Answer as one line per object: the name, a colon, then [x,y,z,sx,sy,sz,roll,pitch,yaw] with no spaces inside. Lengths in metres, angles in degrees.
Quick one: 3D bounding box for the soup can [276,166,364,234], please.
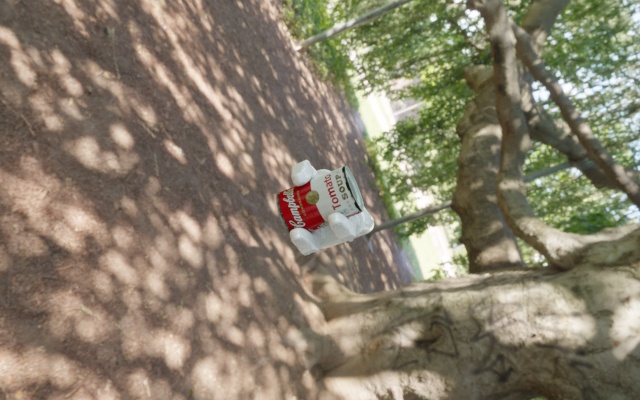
soup can: [0.000,0.002,0.648,0.102,0.068,0.068,-22,-5,13]
